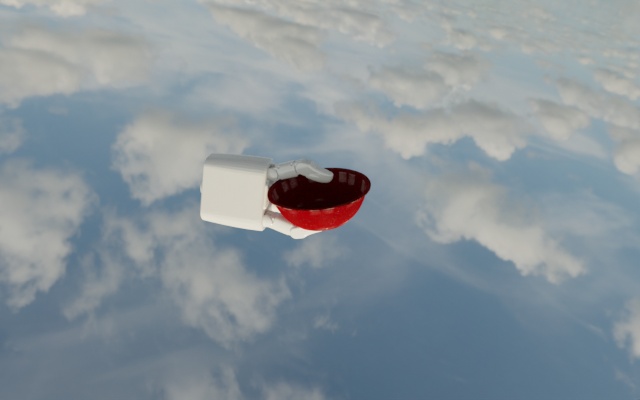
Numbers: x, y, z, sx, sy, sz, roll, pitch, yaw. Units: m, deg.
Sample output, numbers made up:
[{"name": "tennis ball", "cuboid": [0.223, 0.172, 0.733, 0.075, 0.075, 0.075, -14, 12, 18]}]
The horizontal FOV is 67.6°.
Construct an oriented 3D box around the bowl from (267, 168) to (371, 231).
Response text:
[{"name": "bowl", "cuboid": [0.001, 0.003, 0.748, 0.162, 0.055, 0.162, -6, 25, 3]}]
